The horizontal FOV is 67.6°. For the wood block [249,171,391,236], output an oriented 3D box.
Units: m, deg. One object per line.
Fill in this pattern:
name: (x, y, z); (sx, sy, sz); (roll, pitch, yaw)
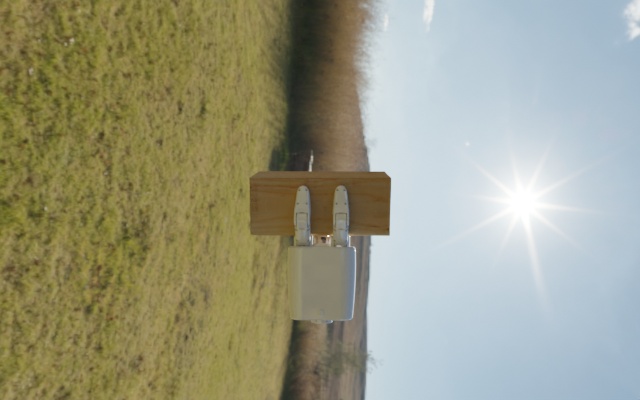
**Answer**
wood block: (0.000, 0.003, 0.741); (0.206, 0.090, 0.091); (0, 9, 1)
